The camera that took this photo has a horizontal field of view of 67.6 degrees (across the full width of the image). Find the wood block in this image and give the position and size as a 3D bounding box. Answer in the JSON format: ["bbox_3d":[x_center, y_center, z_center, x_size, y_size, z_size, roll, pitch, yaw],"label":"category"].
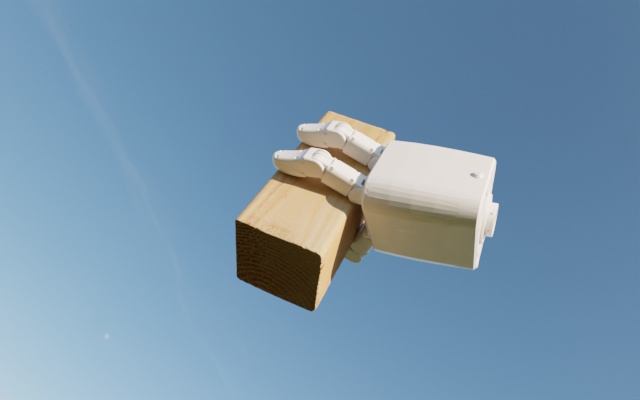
[{"bbox_3d":[0.000,0.002,0.515,0.090,0.091,0.206,21,45,14],"label":"wood block"}]
